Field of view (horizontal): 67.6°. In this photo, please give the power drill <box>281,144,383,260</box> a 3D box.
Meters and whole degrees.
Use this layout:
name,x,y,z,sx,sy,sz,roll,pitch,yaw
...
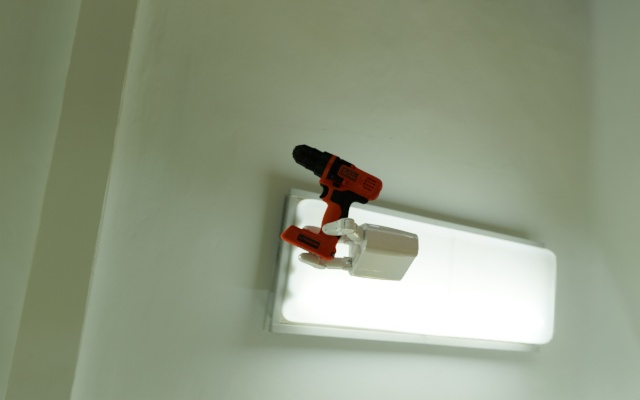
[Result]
name,x,y,z,sx,sy,sz,roll,pitch,yaw
power drill,0.000,0.003,0.892,0.184,0.187,0.057,26,-8,7
